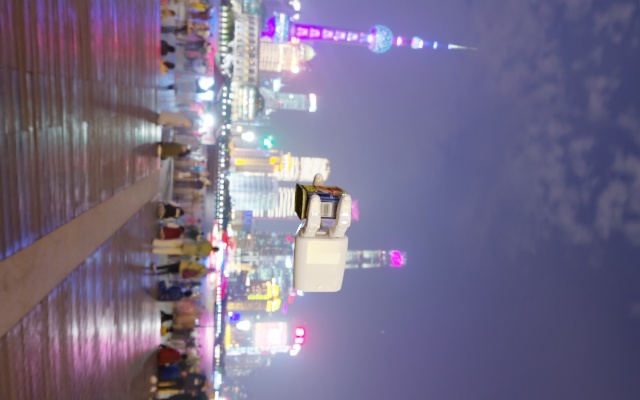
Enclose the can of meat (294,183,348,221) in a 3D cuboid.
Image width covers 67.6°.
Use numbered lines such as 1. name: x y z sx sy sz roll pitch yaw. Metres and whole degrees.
1. can of meat: 0.000 0.003 0.882 0.084 0.057 0.102 3 11 -11
